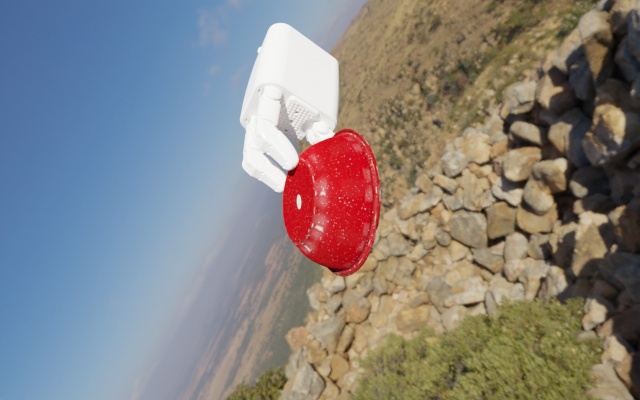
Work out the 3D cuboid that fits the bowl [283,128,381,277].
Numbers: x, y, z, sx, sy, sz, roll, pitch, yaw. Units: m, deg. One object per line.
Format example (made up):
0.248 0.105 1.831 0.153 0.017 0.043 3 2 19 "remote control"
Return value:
0.000 0.003 0.513 0.055 0.162 0.162 1 -1 -25 "bowl"
